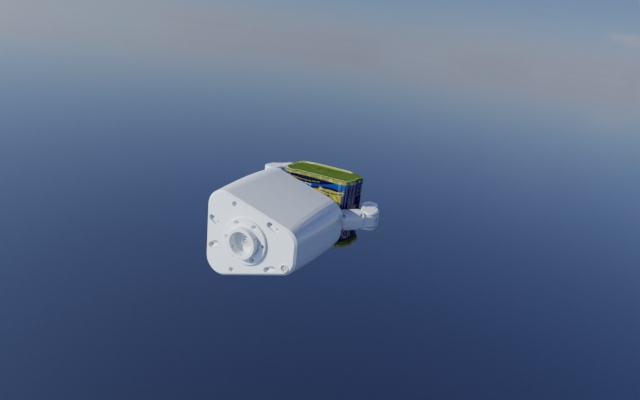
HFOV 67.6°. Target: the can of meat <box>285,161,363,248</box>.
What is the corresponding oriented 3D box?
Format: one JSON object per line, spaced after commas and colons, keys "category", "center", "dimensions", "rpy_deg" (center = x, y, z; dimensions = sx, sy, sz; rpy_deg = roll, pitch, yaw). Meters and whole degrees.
{"category": "can of meat", "center": [0.000, 0.002, 0.601], "dimensions": [0.102, 0.084, 0.057], "rpy_deg": [15, 20, 25]}
